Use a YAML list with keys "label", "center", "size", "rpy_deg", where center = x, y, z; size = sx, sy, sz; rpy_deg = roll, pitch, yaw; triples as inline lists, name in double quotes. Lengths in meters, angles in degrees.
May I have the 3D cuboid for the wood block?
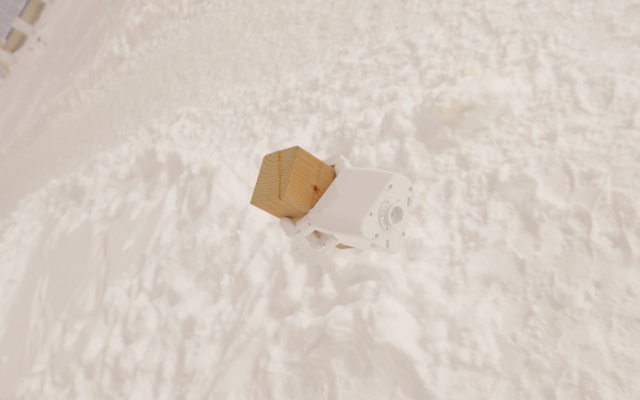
- label: "wood block"
  center: [0.000, 0.002, 0.788]
  size: [0.206, 0.090, 0.090]
  rpy_deg: [30, -26, -36]
